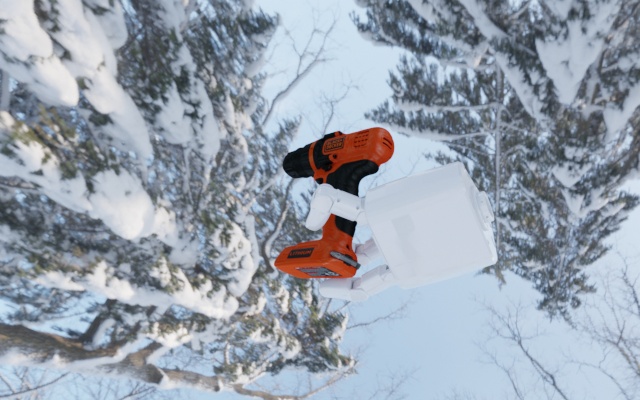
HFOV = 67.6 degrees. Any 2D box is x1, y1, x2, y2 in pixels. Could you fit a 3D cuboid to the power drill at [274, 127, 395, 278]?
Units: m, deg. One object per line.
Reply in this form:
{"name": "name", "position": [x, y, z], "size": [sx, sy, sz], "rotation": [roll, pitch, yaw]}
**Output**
{"name": "power drill", "position": [0.000, 0.002, 0.605], "size": [0.057, 0.187, 0.184], "rotation": [28, -25, -37]}
